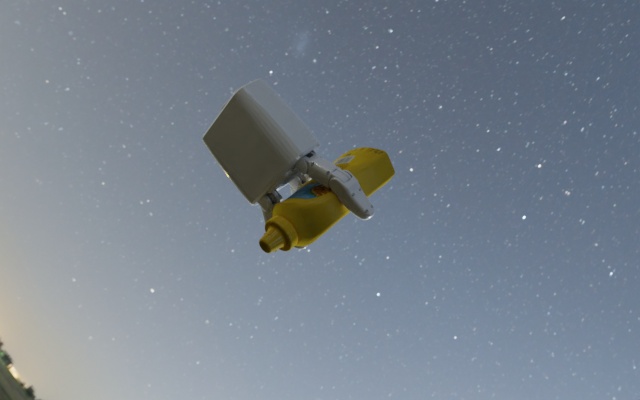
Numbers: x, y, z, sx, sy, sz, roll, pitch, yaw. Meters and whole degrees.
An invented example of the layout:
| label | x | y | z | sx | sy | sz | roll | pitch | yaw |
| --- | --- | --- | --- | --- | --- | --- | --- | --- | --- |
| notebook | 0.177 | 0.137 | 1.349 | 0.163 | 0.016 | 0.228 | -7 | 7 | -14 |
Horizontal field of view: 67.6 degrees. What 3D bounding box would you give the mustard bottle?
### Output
| label | x | y | z | sx | sy | sz | roll | pitch | yaw |
| --- | --- | --- | --- | --- | --- | --- | --- | --- | --- |
| mustard bottle | 0.000 | 0.002 | 0.569 | 0.096 | 0.058 | 0.191 | -5 | 26 | 49 |
